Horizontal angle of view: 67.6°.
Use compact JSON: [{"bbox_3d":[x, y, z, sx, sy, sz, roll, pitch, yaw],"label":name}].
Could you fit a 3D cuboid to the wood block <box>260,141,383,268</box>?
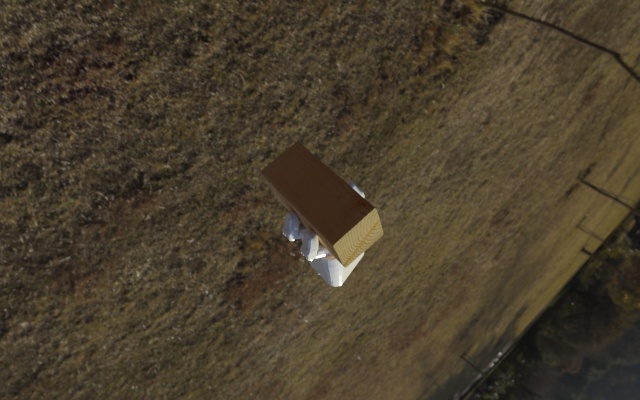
[{"bbox_3d":[0.001,0.003,0.813,0.206,0.091,0.090,43,-12,34],"label":"wood block"}]
